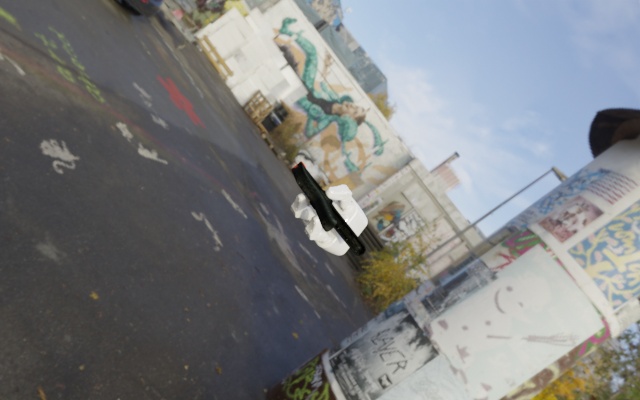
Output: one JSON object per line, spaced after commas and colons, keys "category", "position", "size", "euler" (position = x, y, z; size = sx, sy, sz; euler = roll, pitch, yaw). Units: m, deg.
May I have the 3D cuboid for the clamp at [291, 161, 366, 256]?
{"category": "clamp", "position": [0.001, 0.002, 0.873], "size": [0.036, 0.210, 0.165], "euler": [-38, -25, 6]}
